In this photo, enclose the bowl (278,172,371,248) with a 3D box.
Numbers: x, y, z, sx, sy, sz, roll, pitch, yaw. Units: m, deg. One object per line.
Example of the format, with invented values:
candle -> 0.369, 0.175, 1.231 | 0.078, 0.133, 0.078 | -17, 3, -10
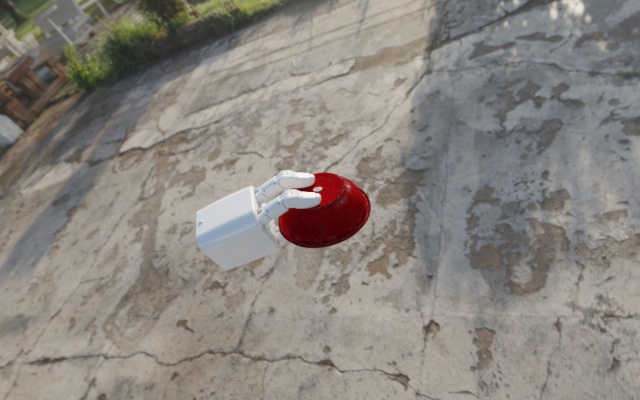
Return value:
bowl -> 0.001, 0.002, 0.793 | 0.162, 0.055, 0.162 | -10, 40, 8
